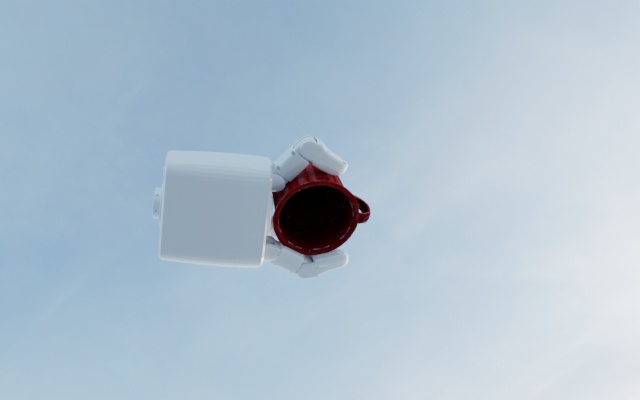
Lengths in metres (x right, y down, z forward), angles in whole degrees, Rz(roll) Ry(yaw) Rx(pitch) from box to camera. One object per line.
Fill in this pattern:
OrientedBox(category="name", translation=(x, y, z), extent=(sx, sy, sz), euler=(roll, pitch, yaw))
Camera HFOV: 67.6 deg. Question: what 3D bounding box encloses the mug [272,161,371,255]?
OrientedBox(category="mug", translation=(0.001, 0.002, 0.541), extent=(0.117, 0.093, 0.081), euler=(6, 28, -16))
